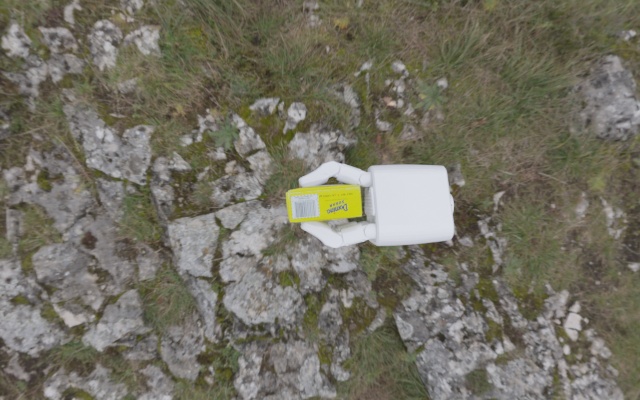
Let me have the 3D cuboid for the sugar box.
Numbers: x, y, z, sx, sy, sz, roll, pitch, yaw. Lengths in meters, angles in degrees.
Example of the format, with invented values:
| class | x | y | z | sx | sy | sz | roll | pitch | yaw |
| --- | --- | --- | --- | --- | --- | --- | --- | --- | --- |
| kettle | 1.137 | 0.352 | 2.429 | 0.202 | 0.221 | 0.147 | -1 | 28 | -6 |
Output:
| class | x | y | z | sx | sy | sz | roll | pitch | yaw |
| --- | --- | --- | --- | --- | --- | --- | --- | --- | --- |
| sugar box | 0.000 | 0.003 | 0.670 | 0.093 | 0.048 | 0.176 | -4 | -1 | -2 |
